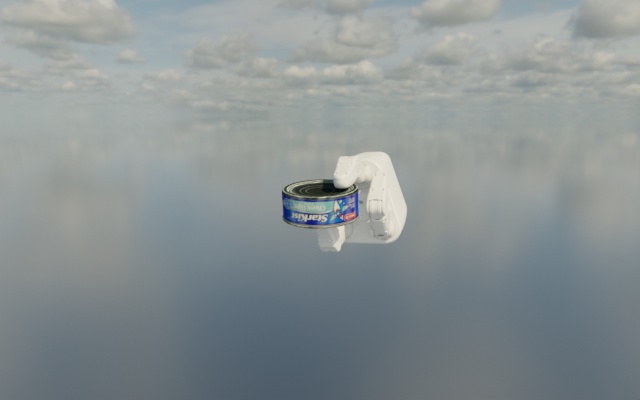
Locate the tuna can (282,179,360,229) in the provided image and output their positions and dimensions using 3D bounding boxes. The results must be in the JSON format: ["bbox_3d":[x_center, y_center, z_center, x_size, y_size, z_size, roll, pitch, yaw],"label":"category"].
[{"bbox_3d":[0.000,0.001,0.526,0.086,0.034,0.086,-2,15,0],"label":"tuna can"}]
